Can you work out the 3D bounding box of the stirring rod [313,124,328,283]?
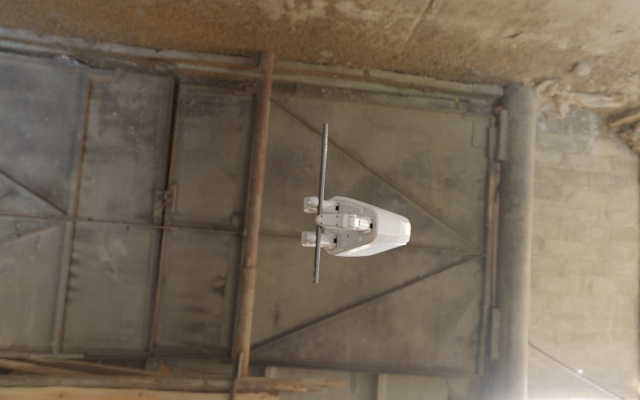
[{"bbox_3d":[0.000,0.002,0.718,0.011,0.239,0.011,4,-7,0],"label":"stirring rod"}]
